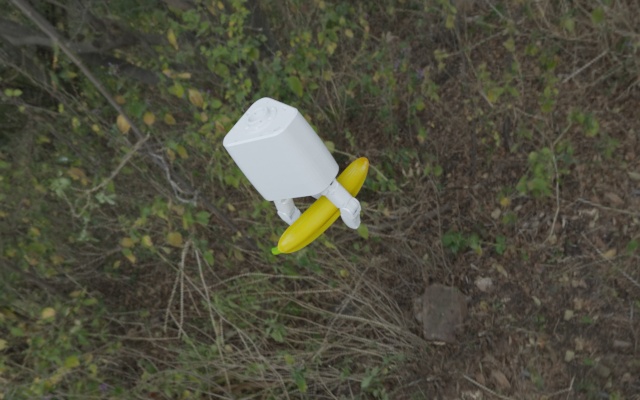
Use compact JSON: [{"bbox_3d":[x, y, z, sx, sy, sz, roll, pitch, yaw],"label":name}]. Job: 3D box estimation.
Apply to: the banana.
[{"bbox_3d":[0.004,0.009,0.680,0.037,0.198,0.069,48,-4,-24],"label":"banana"}]
